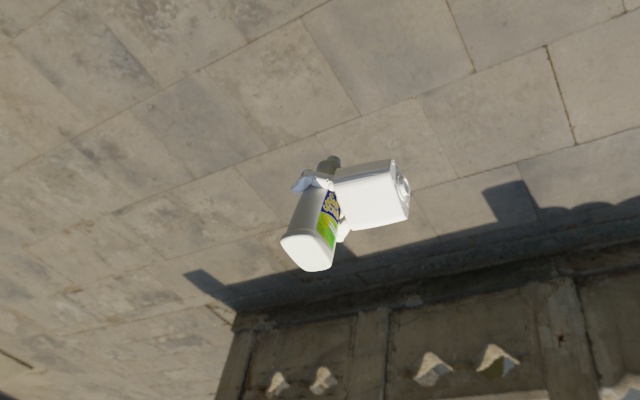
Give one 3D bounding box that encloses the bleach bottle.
[{"bbox_3d":[0.000,0.003,0.887,0.068,0.250,0.103,-12,-48,27],"label":"bleach bottle"}]
